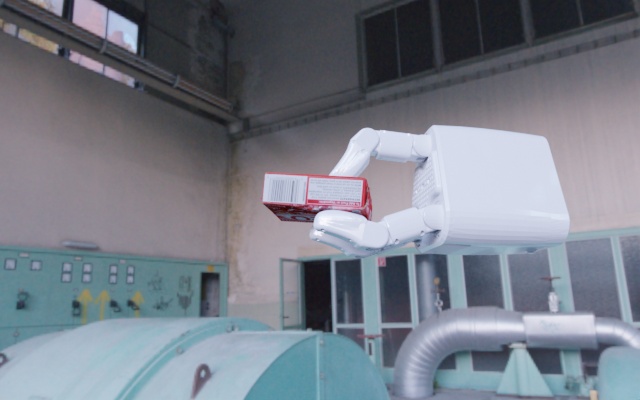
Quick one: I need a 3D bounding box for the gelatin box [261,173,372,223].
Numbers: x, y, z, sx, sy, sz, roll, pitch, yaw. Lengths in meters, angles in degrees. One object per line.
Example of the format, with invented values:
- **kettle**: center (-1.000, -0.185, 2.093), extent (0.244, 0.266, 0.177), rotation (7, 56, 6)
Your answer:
- **gelatin box**: center (0.000, 0.001, 0.423), extent (0.089, 0.030, 0.073), rotation (4, -13, 9)
